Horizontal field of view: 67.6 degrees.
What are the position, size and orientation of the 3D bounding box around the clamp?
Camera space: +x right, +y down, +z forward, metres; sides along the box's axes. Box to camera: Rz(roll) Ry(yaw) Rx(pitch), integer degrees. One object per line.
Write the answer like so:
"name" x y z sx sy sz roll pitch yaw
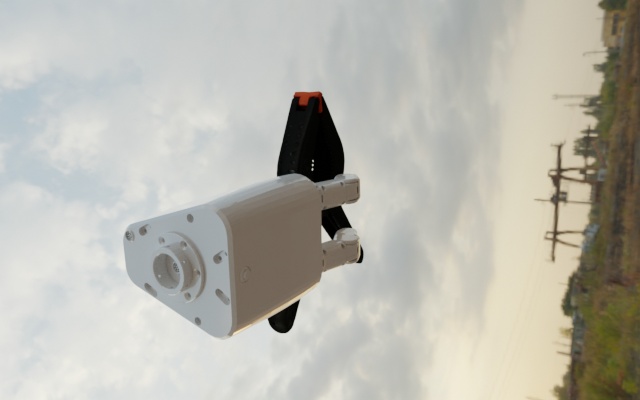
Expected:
"clamp" -0.001 0.001 0.465 0.036 0.210 0.164 7 14 29
